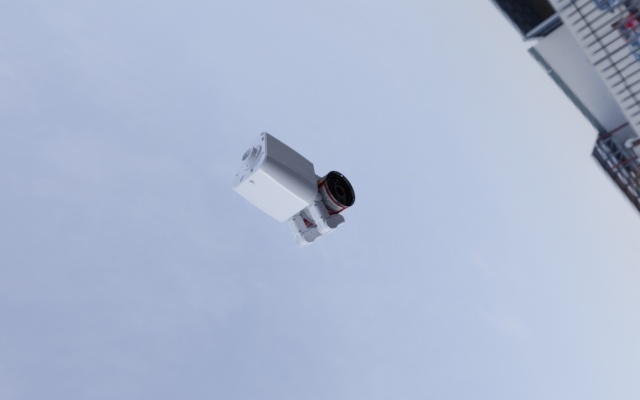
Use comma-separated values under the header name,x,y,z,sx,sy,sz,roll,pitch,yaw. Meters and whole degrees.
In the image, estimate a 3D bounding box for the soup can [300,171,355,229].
name,x,y,z,sx,sy,sz,roll,pitch,yaw
soup can,0.000,0.003,0.820,0.102,0.068,0.068,-34,-21,36
